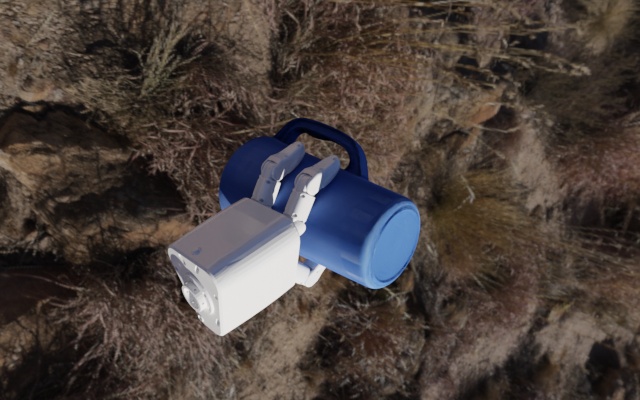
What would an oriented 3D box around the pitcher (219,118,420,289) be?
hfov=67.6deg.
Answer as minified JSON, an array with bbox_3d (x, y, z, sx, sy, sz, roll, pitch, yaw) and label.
[{"bbox_3d":[0.000,0.002,0.592,0.242,0.149,0.145,23,42,38],"label":"pitcher"}]
